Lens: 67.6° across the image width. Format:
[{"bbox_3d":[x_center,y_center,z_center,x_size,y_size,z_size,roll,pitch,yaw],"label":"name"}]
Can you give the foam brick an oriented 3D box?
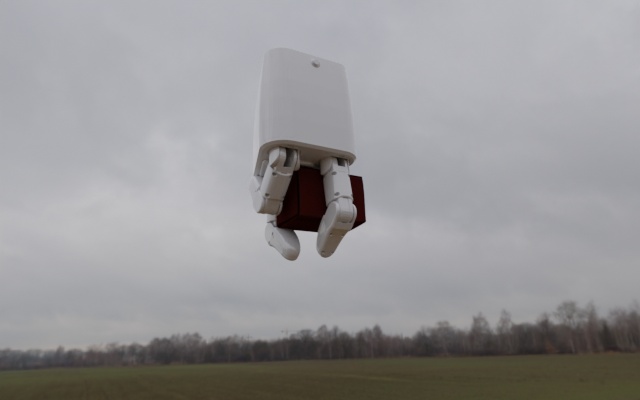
[{"bbox_3d":[0.000,0.002,0.487,0.078,0.051,0.053,8,-22,-28],"label":"foam brick"}]
